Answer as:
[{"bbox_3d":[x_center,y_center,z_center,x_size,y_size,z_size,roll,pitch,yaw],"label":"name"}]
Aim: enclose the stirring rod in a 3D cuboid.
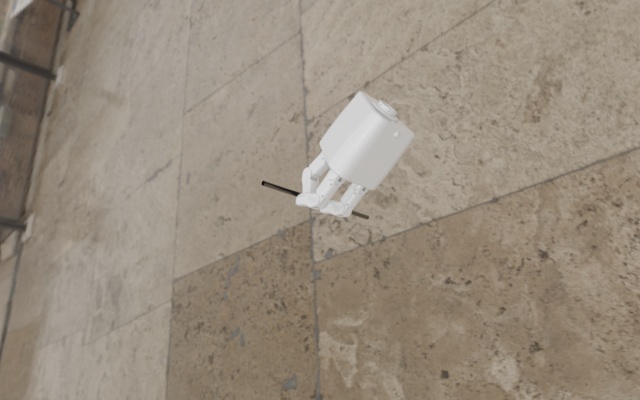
[{"bbox_3d":[0.000,0.003,0.789,0.239,0.011,0.011,18,-13,-42],"label":"stirring rod"}]
